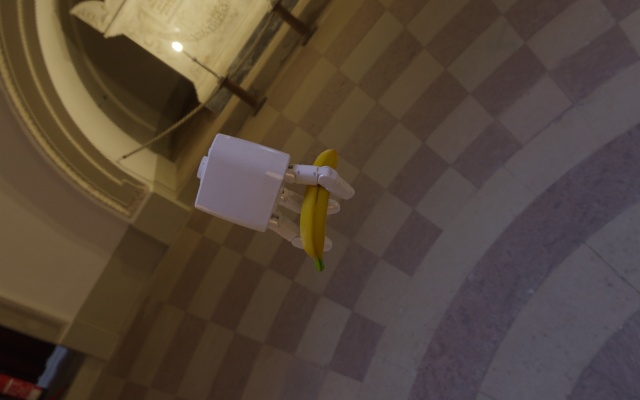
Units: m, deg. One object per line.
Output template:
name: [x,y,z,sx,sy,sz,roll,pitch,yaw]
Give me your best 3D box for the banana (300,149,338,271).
banana: [-0.002,-0.003,0.690,0.037,0.197,0.070,5,-25,9]
